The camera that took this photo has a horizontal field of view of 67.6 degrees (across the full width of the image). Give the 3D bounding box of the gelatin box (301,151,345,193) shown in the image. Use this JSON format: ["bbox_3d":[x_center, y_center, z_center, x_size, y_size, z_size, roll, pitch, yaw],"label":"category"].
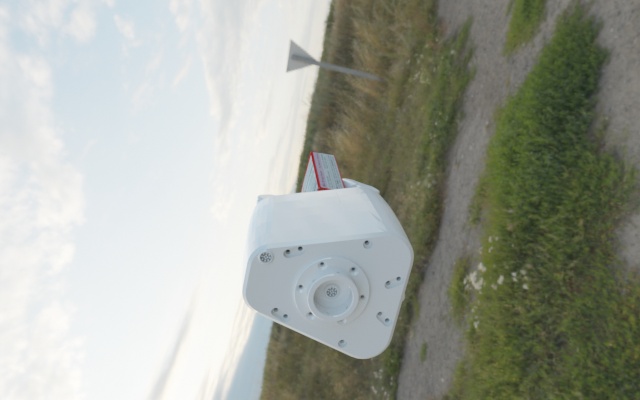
[{"bbox_3d":[0.000,0.001,0.486,0.030,0.073,0.089,8,28,-12],"label":"gelatin box"}]
